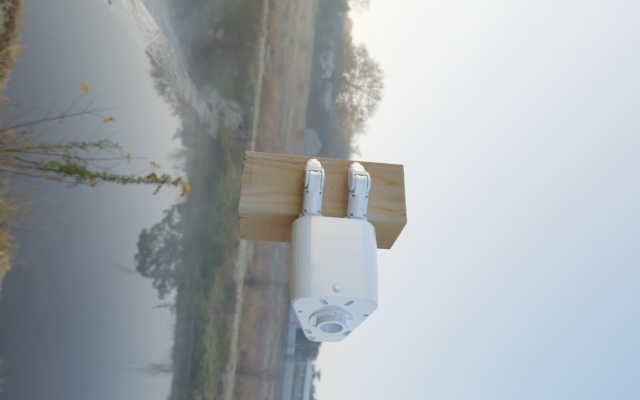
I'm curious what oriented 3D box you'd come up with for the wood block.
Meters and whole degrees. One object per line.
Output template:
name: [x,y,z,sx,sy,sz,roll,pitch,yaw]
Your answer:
wood block: [0.000,0.003,0.633,0.206,0.090,0.091,5,-29,-5]
